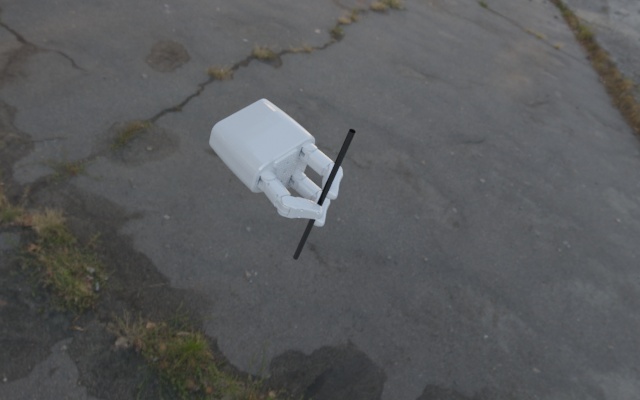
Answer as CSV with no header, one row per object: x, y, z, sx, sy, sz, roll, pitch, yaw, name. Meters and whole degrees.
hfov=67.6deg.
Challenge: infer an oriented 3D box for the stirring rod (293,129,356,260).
0.000,0.002,0.638,0.011,0.011,0.240,0,-44,-26,stirring rod
